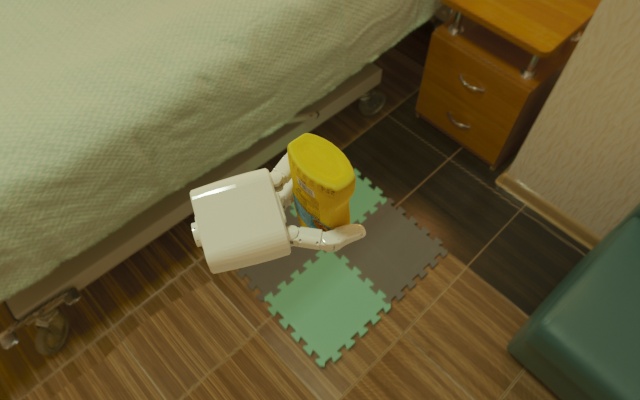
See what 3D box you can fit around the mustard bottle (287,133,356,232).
[{"bbox_3d":[0.000,0.002,0.647,0.058,0.096,0.192,-38,-25,-22],"label":"mustard bottle"}]
